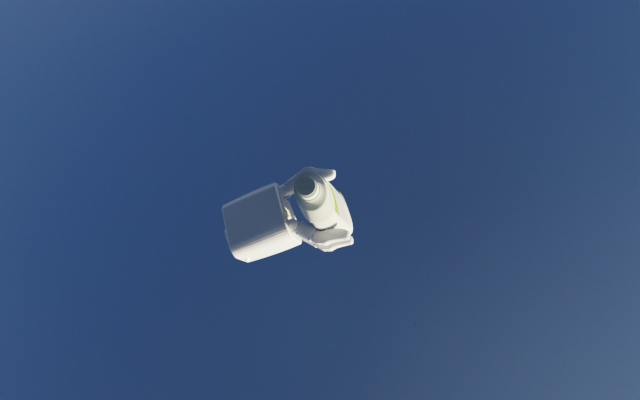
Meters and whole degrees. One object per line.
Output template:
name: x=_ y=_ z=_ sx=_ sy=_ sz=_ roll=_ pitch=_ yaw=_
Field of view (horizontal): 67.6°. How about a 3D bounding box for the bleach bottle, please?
bleach bottle: x=0.000 y=0.003 z=0.798 sx=0.068 sy=0.102 sz=0.251 roll=-22 pitch=-17 yaw=5
